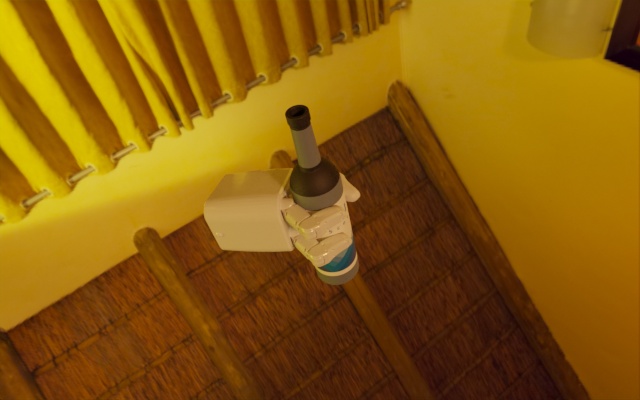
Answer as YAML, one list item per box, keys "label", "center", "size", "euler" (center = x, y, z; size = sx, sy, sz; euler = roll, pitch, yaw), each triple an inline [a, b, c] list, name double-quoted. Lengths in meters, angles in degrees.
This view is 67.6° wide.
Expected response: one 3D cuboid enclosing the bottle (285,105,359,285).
- label: "bottle"
  center: [0.000, 0.002, 0.634]
  size: [0.069, 0.069, 0.296]
  euler: [0, -43, 14]
